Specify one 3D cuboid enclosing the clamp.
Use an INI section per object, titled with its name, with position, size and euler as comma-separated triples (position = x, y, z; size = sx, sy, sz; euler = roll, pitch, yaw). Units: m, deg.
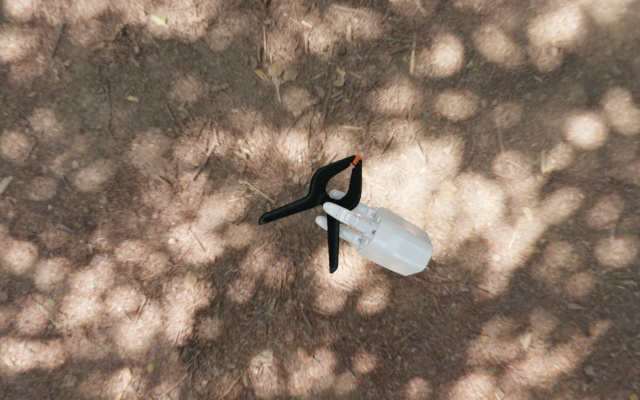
[clamp]
position = 0.001, 0.002, 0.847
size = 0.164, 0.210, 0.036
euler = 28, -1, -2
